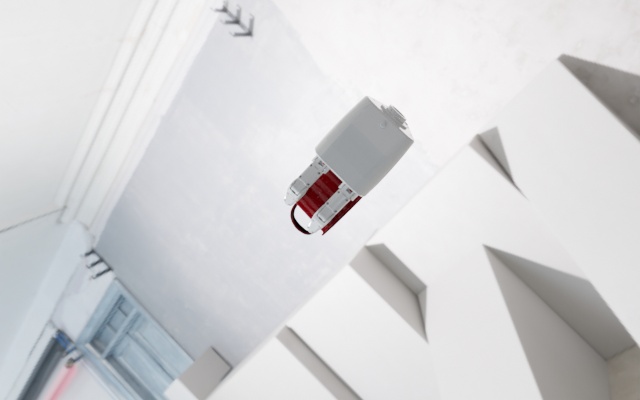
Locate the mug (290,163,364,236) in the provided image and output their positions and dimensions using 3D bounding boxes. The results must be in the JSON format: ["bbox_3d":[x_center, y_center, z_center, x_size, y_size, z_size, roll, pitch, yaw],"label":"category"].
[{"bbox_3d":[-0.001,0.003,0.748,0.117,0.081,0.093,-46,-5,18],"label":"mug"}]
